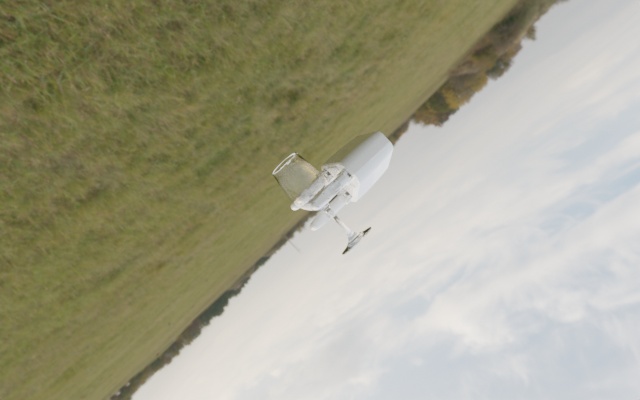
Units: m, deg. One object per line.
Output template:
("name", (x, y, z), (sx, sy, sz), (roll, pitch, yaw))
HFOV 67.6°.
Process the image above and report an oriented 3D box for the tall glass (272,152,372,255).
("tall glass", (0.001, 0.003, 0.888), (0.079, 0.201, 0.079), (-43, 0, 0))
